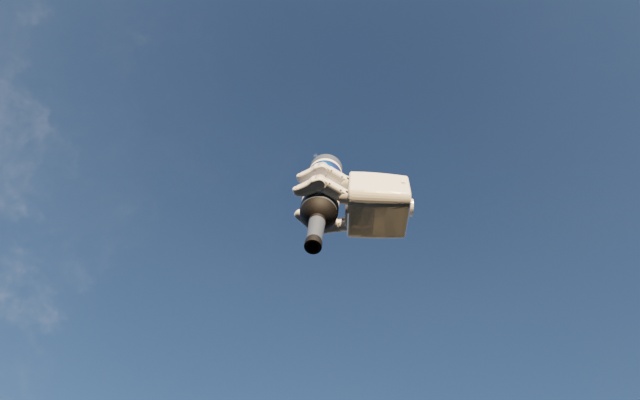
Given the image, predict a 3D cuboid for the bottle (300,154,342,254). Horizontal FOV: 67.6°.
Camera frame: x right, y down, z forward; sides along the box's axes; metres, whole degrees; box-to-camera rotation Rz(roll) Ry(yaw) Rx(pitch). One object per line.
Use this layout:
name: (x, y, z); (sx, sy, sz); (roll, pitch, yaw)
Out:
bottle: (0.000, 0.003, 0.851); (0.069, 0.069, 0.295); (0, 27, 5)
